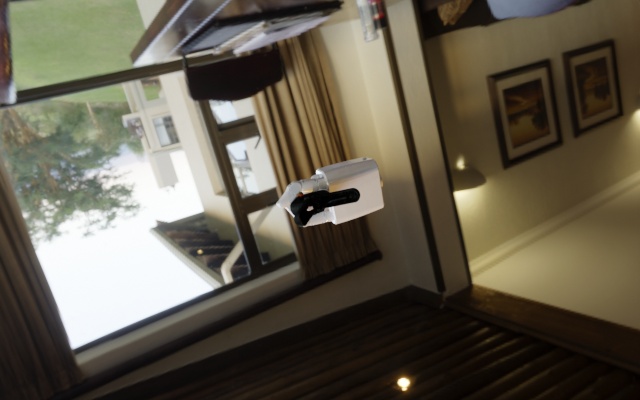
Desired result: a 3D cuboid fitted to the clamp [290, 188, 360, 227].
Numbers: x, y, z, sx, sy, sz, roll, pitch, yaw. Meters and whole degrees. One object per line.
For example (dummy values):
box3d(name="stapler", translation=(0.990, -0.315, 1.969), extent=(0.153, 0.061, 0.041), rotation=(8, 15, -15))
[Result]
box3d(name="clamp", translation=(0.000, 0.003, 0.852), extent=(0.120, 0.039, 0.171), rotation=(-17, 12, -8))
